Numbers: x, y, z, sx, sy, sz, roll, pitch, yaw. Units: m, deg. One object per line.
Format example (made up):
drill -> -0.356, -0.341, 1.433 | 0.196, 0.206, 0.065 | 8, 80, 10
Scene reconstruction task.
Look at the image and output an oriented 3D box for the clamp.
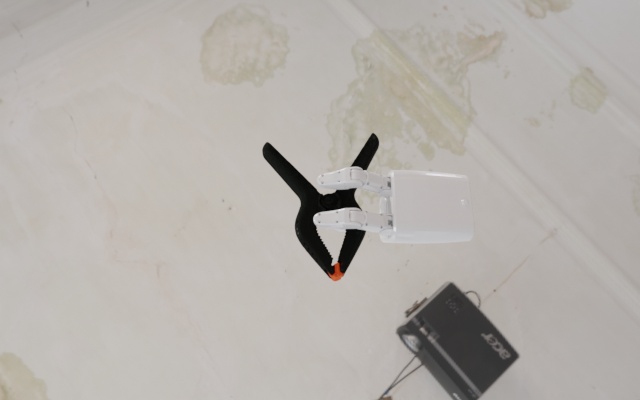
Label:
clamp -> 0.000, 0.003, 0.642 | 0.164, 0.210, 0.036 | 1, -22, 0
